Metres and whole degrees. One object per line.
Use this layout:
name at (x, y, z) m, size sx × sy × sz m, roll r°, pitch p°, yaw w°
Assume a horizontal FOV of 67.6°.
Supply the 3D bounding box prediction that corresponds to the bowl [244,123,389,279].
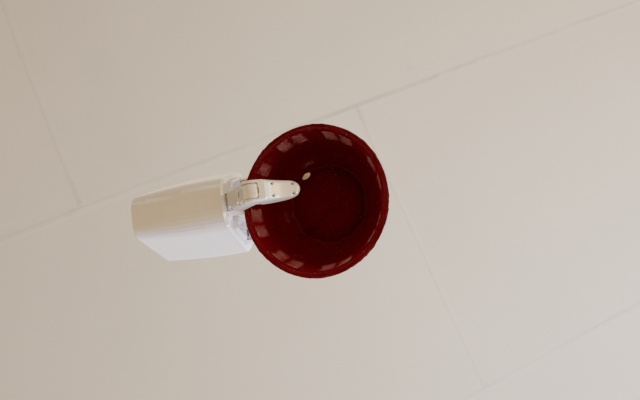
bowl at (0.001, 0.002, 0.518) m, size 0.162 × 0.162 × 0.055 m, roll 0°, pitch -5°, yaw 20°
